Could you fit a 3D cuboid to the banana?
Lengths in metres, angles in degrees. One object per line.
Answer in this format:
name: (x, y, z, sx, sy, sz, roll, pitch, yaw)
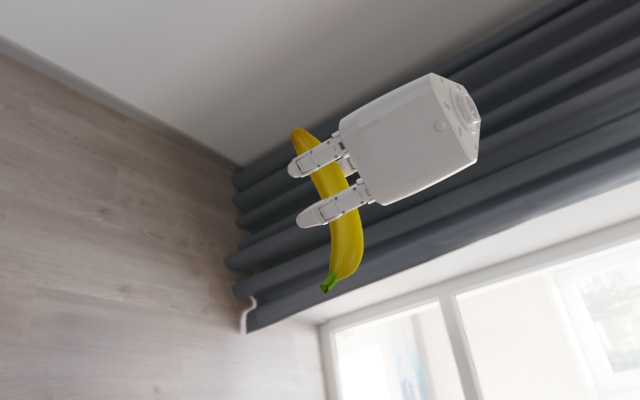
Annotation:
banana: (0.013, 0.006, 0.567, 0.037, 0.197, 0.069, -25, -18, 39)
